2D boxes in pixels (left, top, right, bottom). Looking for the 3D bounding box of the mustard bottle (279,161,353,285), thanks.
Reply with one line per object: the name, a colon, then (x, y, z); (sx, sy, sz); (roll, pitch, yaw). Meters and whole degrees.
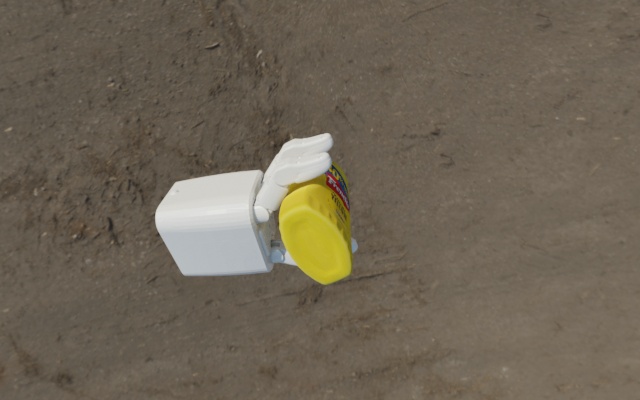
mustard bottle: (0.000, 0.002, 0.539); (0.058, 0.096, 0.191); (-27, 23, 16)
